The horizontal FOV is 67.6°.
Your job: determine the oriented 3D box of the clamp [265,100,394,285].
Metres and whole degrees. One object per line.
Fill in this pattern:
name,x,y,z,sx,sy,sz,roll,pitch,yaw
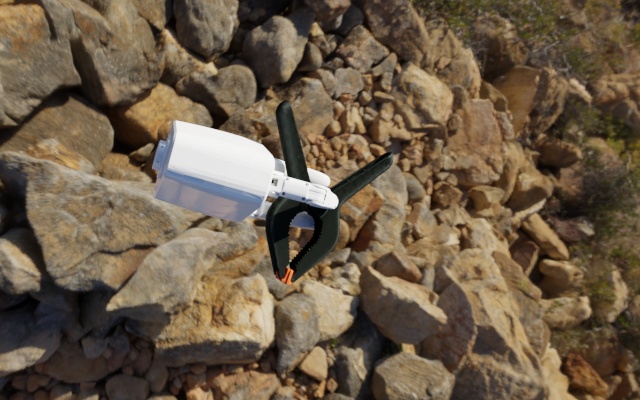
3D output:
clamp,0.000,0.002,0.582,0.164,0.210,0.036,16,-5,-20
